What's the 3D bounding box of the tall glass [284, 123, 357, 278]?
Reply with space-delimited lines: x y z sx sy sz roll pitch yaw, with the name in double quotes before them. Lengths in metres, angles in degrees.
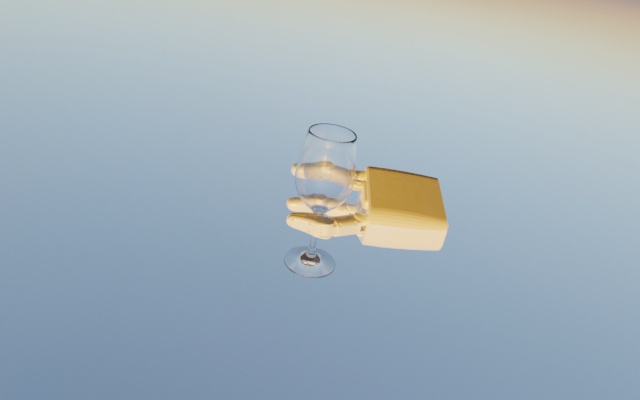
"tall glass" 0.000 0.003 0.637 0.079 0.201 0.079 7 29 -4
